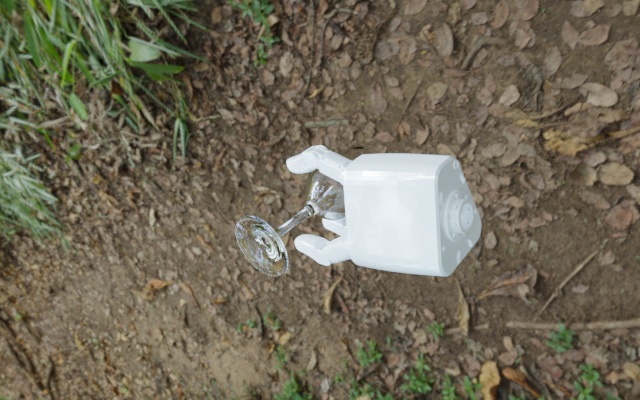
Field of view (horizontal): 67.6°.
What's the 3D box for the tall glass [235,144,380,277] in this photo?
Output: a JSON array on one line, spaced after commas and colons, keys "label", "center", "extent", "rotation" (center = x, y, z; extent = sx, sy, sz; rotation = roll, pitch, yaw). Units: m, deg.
[{"label": "tall glass", "center": [0.000, 0.002, 0.553], "extent": [0.079, 0.079, 0.201], "rotation": [0, 28, 44]}]
